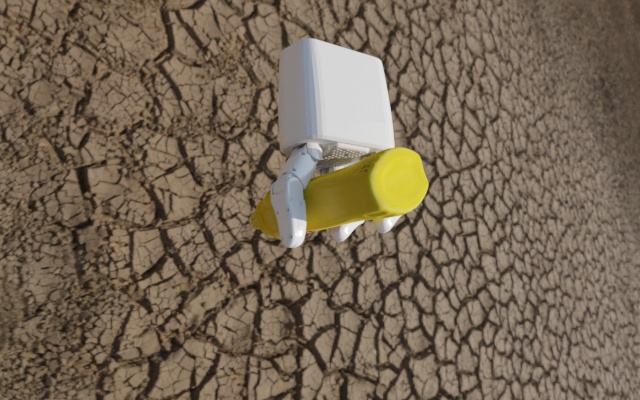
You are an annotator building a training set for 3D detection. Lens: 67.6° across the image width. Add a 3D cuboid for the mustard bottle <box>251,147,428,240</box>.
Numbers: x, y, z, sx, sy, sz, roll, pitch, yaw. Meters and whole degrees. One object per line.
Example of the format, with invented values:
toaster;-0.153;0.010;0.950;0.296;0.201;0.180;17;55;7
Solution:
mustard bottle;0.000;0.002;0.465;0.191;0.058;0.096;-16;6;39
